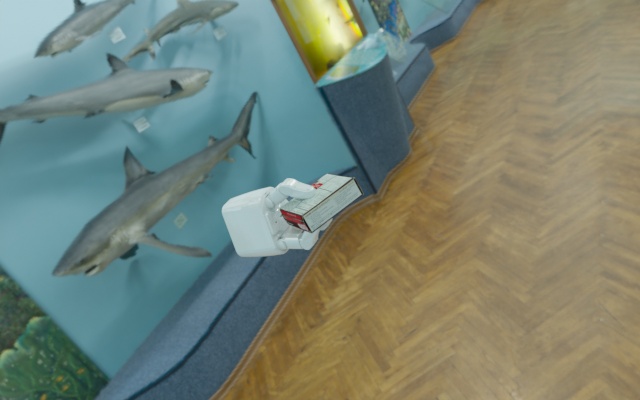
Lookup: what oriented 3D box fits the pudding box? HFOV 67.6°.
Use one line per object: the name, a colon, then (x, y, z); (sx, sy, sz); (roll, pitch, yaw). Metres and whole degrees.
pudding box: (0.000, 0.002, 0.778); (0.113, 0.039, 0.090); (-38, 23, -18)
